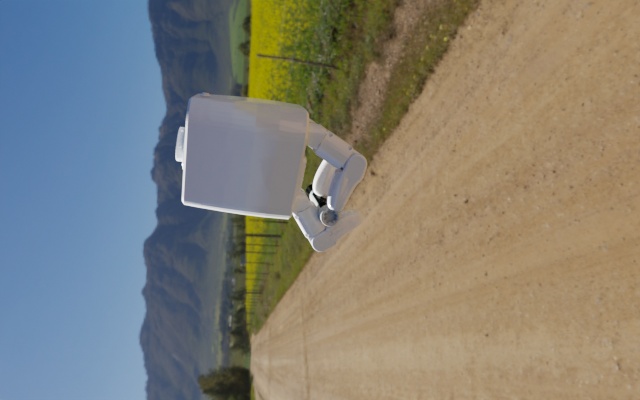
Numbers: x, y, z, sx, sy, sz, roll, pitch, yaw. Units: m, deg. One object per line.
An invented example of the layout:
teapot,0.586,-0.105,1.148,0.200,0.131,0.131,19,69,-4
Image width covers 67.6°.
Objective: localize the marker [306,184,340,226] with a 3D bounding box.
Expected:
marker,0.000,0.002,0.521,0.020,0.020,0.121,0,14,-9
